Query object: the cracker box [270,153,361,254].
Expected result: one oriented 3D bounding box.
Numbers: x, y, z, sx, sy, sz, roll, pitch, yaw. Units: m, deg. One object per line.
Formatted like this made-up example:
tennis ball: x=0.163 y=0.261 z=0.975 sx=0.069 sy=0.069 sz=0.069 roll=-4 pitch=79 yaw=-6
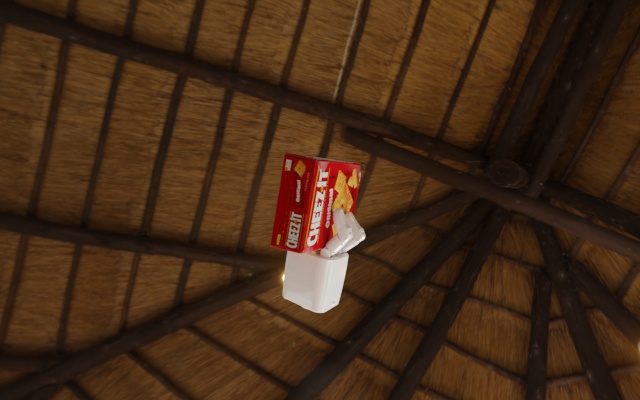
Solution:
cracker box: x=0.000 y=0.003 z=0.891 sx=0.072 sy=0.164 sz=0.213 roll=12 pitch=7 yaw=24
